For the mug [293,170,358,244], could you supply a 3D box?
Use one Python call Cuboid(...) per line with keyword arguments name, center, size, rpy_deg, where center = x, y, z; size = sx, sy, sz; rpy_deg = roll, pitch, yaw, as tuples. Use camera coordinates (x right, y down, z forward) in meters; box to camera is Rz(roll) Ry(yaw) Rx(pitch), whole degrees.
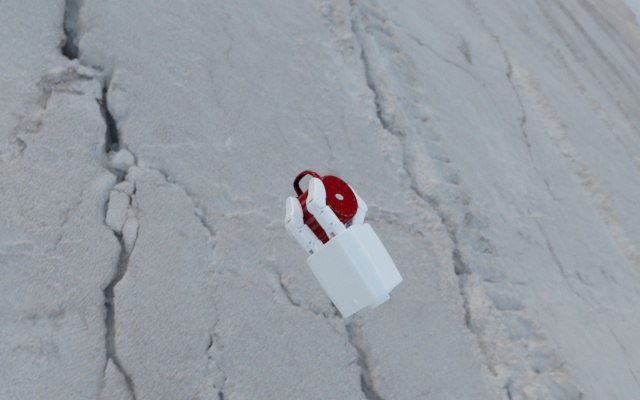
Cuboid(name="mug", center=(0.000, 0.001, 0.777), size=(0.081, 0.117, 0.093), rpy_deg=(-41, -13, 37))
